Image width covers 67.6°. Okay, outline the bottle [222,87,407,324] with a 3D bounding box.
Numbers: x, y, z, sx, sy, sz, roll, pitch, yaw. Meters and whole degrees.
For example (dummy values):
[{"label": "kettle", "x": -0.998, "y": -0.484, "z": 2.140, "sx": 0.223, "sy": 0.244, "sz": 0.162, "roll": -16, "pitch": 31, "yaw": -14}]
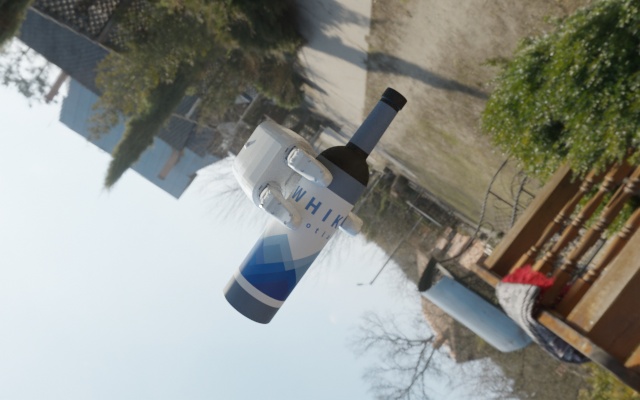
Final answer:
[{"label": "bottle", "x": 0.000, "y": 0.002, "z": 0.539, "sx": 0.069, "sy": 0.296, "sz": 0.069, "roll": 35, "pitch": 4, "yaw": -3}]
